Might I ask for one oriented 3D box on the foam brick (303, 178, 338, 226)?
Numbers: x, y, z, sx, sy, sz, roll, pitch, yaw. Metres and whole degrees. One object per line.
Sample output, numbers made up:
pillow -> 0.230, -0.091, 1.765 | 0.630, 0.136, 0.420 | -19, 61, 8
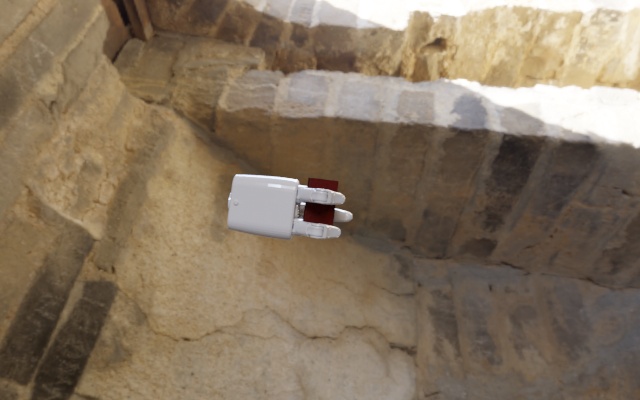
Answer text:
foam brick -> 0.000, 0.002, 0.802 | 0.051, 0.078, 0.053 | 8, -1, 1
